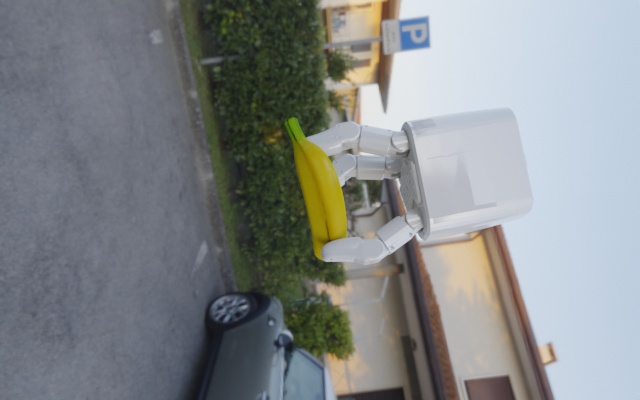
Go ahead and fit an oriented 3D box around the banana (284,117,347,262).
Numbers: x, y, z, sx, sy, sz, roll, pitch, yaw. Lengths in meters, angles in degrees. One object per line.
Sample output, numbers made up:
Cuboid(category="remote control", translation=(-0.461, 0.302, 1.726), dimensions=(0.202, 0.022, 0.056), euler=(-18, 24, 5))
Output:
Cuboid(category="banana", translation=(0.004, 0.012, 0.475), dimensions=(0.037, 0.069, 0.198), euler=(-15, -44, -4))
